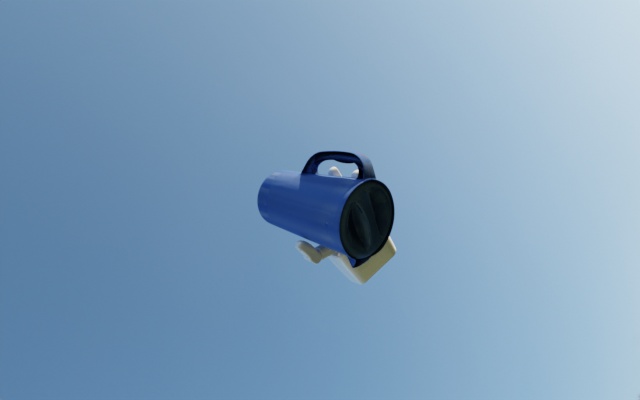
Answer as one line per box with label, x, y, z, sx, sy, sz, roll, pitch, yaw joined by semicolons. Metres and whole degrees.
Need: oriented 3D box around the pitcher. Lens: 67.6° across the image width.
pitcher;0.000;0.003;0.841;0.243;0.149;0.145;14;-30;45
